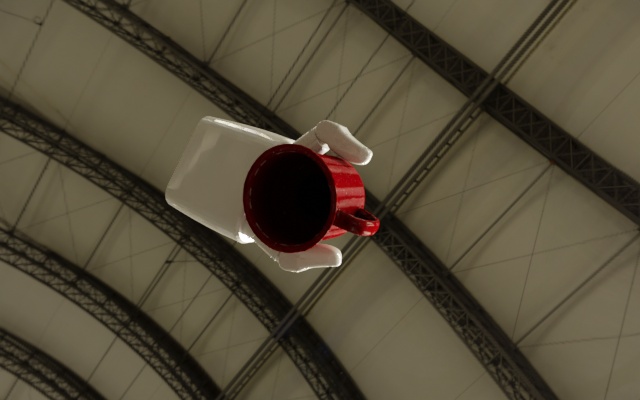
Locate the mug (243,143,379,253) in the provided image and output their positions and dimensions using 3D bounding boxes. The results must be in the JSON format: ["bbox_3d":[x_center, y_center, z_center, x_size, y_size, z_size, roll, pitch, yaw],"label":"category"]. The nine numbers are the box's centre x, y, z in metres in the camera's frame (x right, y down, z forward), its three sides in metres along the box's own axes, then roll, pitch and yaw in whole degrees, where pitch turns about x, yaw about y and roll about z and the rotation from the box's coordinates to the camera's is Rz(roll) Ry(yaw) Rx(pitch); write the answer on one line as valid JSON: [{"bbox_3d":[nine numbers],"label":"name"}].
[{"bbox_3d":[0.001,0.002,0.433,0.117,0.093,0.081,22,12,25],"label":"mug"}]
